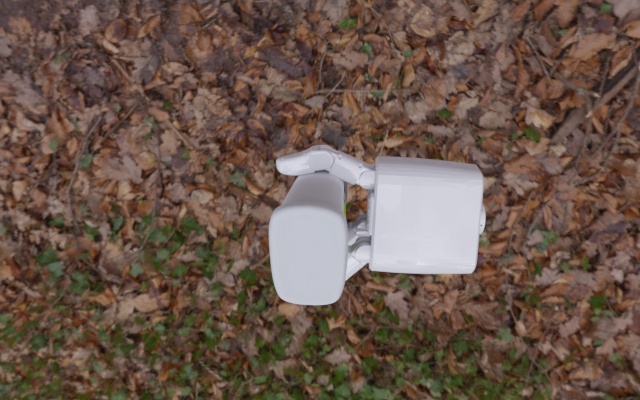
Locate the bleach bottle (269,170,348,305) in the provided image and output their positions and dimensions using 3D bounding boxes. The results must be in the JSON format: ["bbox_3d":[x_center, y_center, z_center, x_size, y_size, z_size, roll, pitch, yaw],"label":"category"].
[{"bbox_3d":[0.000,0.002,0.520,0.068,0.103,0.250,2,24,5],"label":"bleach bottle"}]
